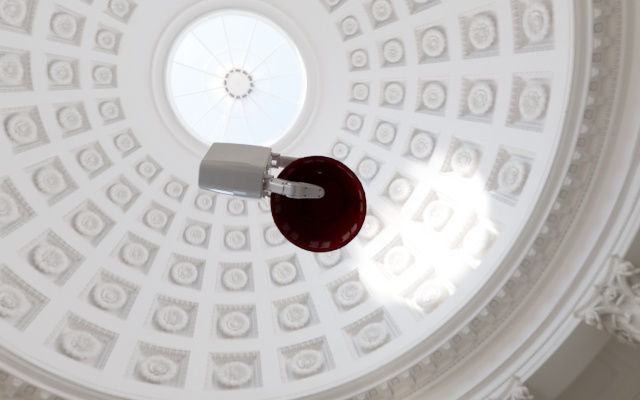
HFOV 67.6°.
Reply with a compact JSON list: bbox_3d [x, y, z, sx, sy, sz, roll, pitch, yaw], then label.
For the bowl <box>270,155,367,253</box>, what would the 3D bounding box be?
[{"bbox_3d":[0.001,0.003,0.797,0.162,0.162,0.055,0,11,12],"label":"bowl"}]
